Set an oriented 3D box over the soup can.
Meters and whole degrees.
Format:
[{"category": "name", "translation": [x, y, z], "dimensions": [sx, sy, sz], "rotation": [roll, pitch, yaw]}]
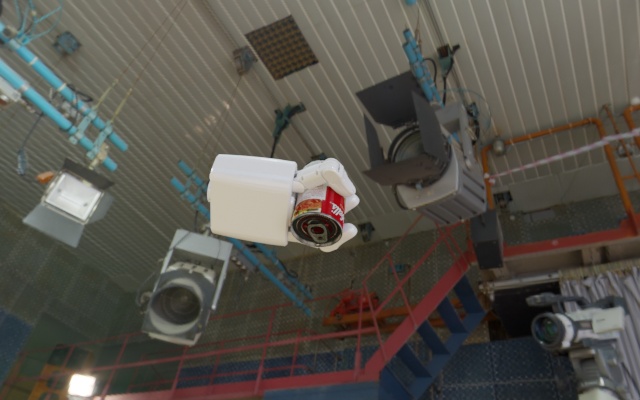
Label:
[{"category": "soup can", "translation": [0.001, 0.002, 0.641], "dimensions": [0.068, 0.102, 0.069], "rotation": [5, -42, 4]}]
